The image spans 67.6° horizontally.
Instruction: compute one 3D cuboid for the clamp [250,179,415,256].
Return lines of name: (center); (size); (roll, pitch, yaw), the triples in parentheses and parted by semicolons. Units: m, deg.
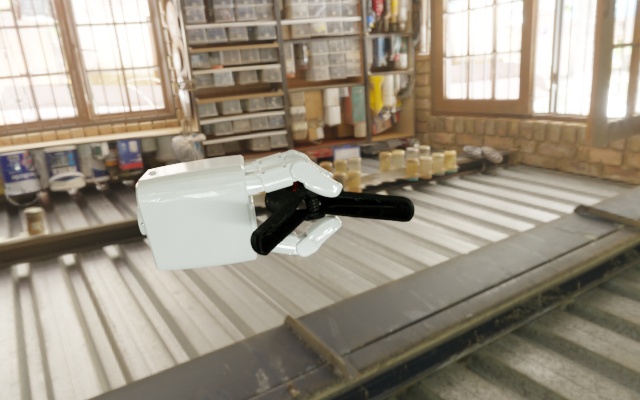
clamp: (0.000, 0.002, 0.539); (0.164, 0.036, 0.210); (-9, 17, -8)
